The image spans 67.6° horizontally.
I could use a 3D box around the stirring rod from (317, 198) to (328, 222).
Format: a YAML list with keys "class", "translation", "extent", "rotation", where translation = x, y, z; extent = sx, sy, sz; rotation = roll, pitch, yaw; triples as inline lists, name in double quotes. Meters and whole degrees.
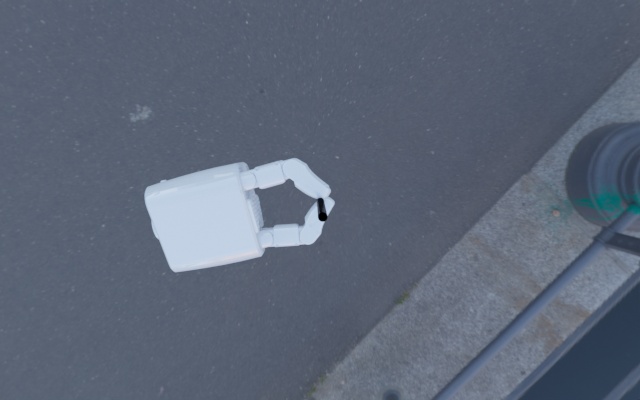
- class: "stirring rod"
  translation: [0.000, 0.002, 0.510]
  extent: [0.011, 0.011, 0.239]
  rotation: [0, 6, -1]
